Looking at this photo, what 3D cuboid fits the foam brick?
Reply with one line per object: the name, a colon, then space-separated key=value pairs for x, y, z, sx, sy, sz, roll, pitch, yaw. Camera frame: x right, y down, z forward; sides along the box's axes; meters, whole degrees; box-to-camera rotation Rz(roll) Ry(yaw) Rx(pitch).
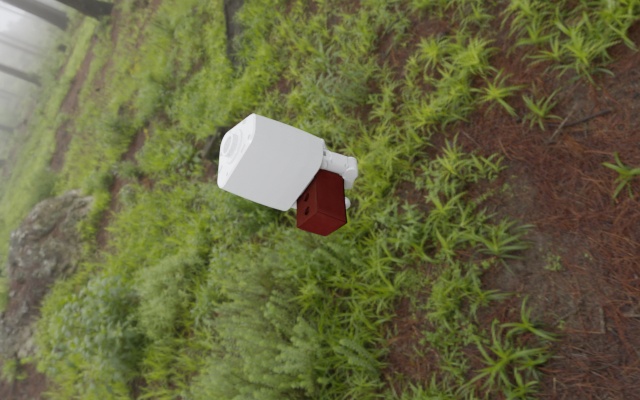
foam brick: x=0.000 y=0.002 z=0.669 sx=0.051 sy=0.078 sz=0.053 roll=19 pitch=-39 yaw=-31
